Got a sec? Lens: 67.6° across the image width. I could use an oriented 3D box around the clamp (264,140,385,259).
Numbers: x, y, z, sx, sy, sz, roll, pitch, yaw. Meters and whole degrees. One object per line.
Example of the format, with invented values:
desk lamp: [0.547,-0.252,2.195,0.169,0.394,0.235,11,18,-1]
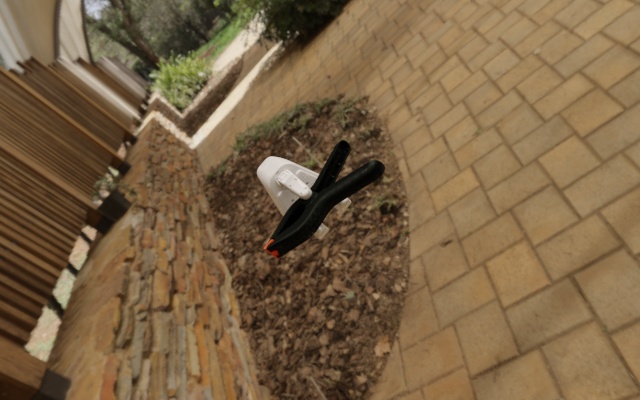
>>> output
clamp: [-0.001,0.002,0.689,0.036,0.210,0.164,41,-3,-21]
